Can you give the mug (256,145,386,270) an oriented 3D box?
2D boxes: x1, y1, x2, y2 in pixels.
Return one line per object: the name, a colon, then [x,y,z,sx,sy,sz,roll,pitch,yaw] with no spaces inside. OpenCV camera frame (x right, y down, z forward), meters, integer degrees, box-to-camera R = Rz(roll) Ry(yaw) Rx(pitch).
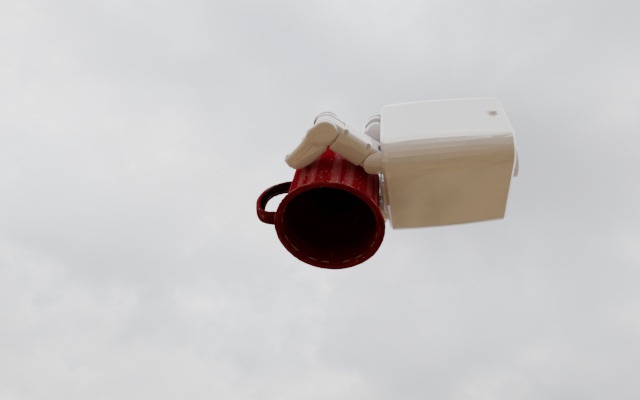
mug: [-0.001,0.001,0.432,0.117,0.093,0.081,-3,34,10]
